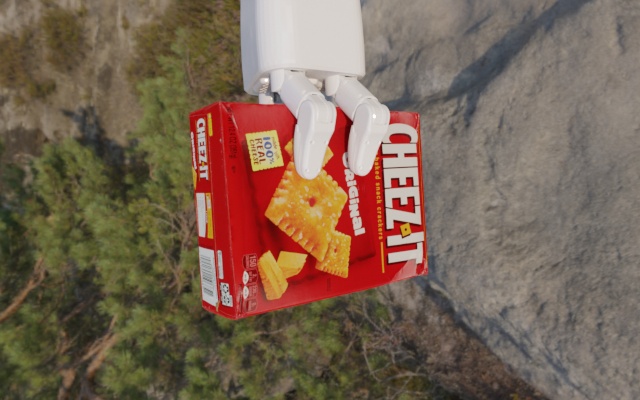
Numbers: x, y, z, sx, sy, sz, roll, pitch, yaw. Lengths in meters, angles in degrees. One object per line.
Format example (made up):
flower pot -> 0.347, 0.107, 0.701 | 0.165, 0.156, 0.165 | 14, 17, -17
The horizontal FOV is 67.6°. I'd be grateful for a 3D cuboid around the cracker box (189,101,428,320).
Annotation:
cracker box -> 0.000, 0.001, 0.428 | 0.213, 0.164, 0.072 | -5, 3, -35
